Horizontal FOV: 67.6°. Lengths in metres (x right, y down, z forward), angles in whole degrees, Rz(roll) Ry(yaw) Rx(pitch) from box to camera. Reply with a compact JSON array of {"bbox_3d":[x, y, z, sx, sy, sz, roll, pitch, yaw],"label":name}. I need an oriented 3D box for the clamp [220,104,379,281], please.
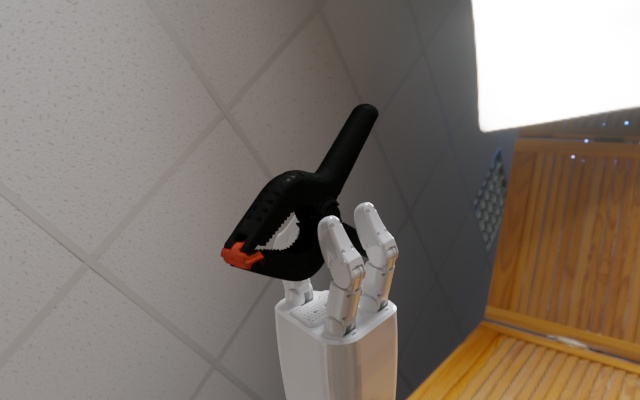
[{"bbox_3d":[-0.001,0.002,0.426,0.036,0.164,0.210,5,15,40],"label":"clamp"}]
